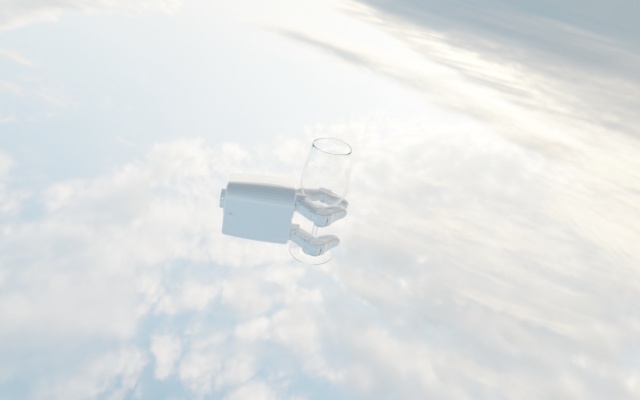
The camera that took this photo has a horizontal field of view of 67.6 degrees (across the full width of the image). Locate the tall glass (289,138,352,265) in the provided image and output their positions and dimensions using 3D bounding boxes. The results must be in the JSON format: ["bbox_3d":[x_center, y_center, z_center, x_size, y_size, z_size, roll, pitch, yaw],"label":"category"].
[{"bbox_3d":[0.000,0.003,0.770,0.079,0.201,0.079,9,29,-5],"label":"tall glass"}]
